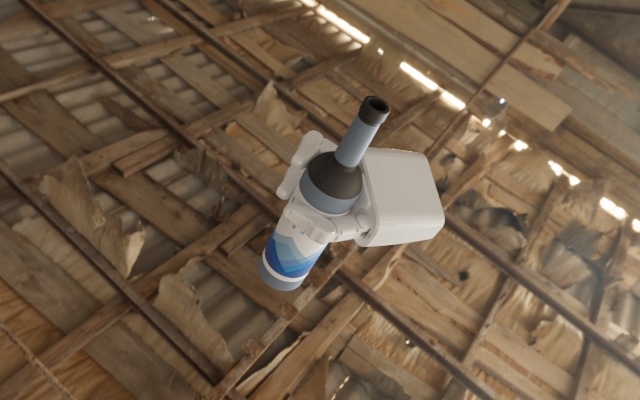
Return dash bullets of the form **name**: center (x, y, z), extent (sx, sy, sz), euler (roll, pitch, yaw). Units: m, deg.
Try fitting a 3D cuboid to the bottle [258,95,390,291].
- **bottle**: center (0.000, 0.002, 0.555), extent (0.069, 0.069, 0.296), euler (0, -39, -28)
